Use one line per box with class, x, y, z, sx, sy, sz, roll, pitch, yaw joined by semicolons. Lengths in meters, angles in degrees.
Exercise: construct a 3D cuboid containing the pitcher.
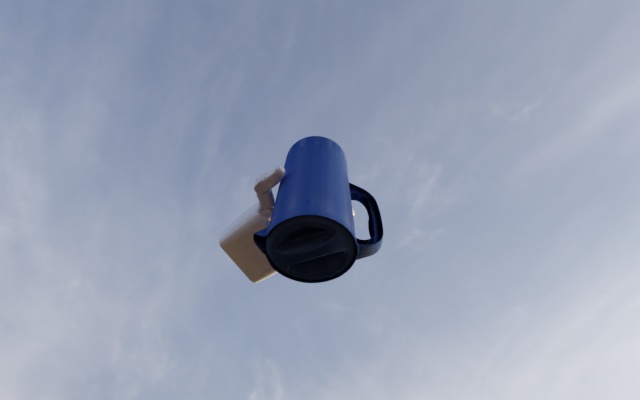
pitcher;0.000;0.003;0.761;0.145;0.242;0.149;-35;-60;26
